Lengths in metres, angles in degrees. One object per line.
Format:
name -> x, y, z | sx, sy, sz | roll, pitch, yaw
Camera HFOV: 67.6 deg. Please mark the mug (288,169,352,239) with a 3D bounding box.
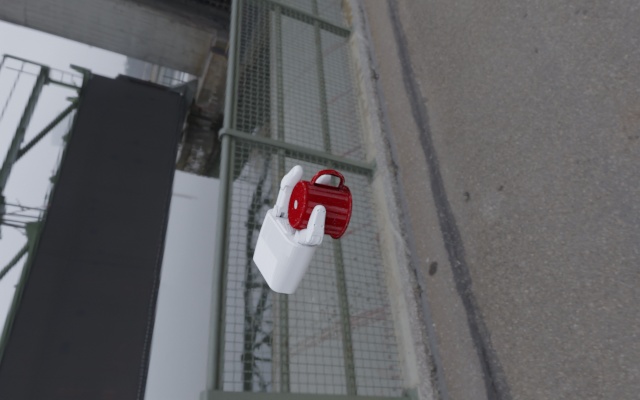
mug -> 0.000, 0.001, 0.788 | 0.081, 0.117, 0.093 | 11, 26, -22
